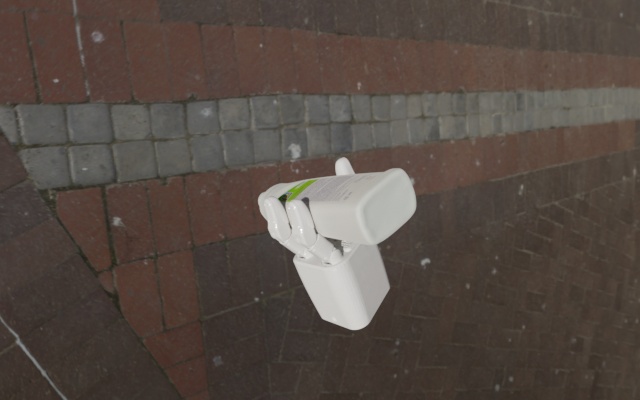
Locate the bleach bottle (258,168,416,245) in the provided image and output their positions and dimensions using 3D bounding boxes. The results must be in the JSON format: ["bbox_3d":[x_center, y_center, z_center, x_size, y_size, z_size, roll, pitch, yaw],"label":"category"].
[{"bbox_3d":[0.000,0.002,0.647,0.102,0.068,0.251,-36,24,-32],"label":"bleach bottle"}]
